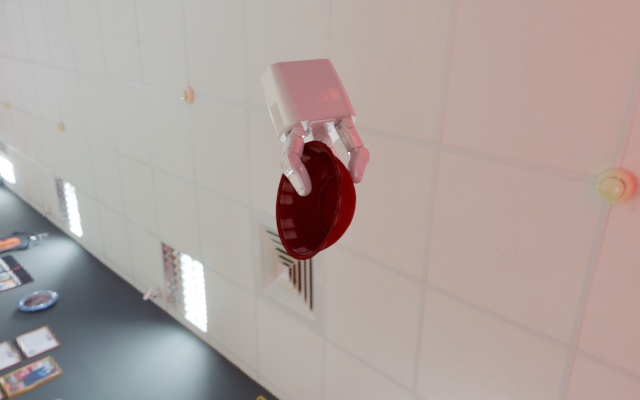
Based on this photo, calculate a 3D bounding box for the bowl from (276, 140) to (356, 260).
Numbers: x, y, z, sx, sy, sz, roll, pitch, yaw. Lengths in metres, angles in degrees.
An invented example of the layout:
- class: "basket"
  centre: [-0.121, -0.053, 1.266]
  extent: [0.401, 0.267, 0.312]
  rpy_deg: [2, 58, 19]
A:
- class: "bowl"
  centre: [0.000, 0.003, 0.654]
  extent: [0.055, 0.162, 0.162]
  rpy_deg: [9, -5, -33]
